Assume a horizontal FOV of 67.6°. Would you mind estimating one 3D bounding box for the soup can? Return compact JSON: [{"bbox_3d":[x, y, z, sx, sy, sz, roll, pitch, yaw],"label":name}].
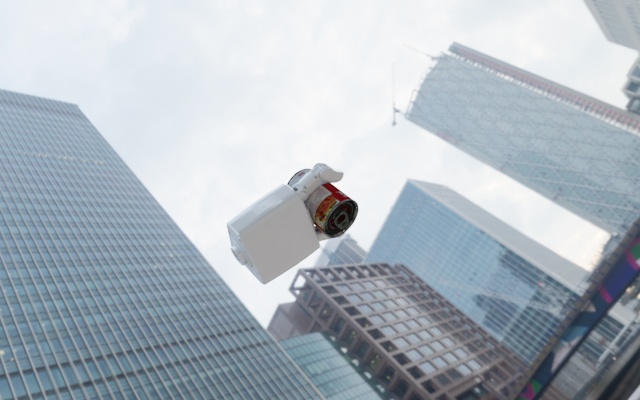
[{"bbox_3d":[0.000,0.002,0.739,0.068,0.068,0.102,0,31,-47],"label":"soup can"}]
